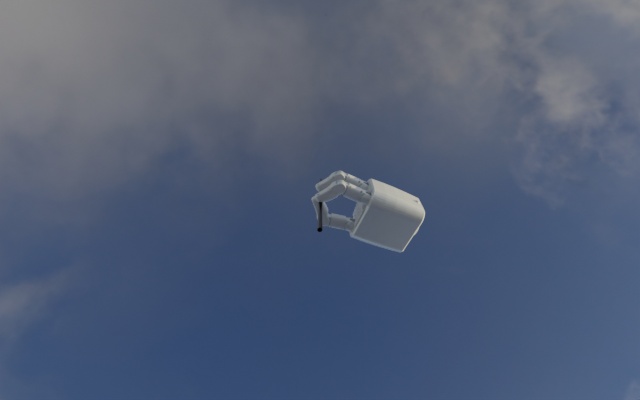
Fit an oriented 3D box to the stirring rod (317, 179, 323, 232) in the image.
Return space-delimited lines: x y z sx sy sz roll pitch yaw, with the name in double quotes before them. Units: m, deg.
"stirring rod" 0.000 0.003 0.866 0.011 0.011 0.239 0 21 1
